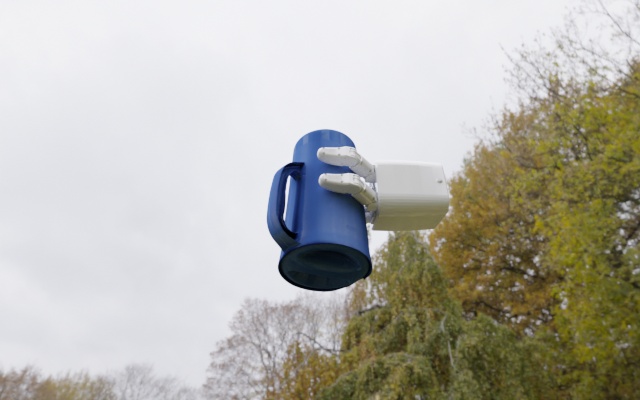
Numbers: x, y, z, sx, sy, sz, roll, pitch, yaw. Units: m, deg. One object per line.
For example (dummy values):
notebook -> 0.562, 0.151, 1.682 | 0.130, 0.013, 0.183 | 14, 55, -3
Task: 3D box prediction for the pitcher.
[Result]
pitcher -> 0.000, 0.002, 0.732 | 0.145, 0.242, 0.149 | 0, -38, 0
